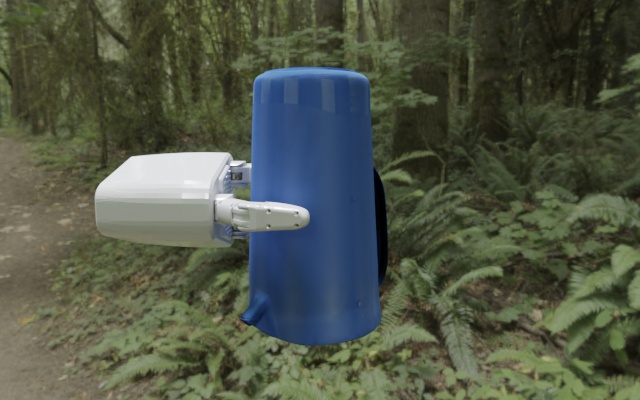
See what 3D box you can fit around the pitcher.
[{"bbox_3d":[0.000,0.002,0.467,0.145,0.243,0.149,0,8,3],"label":"pitcher"}]
